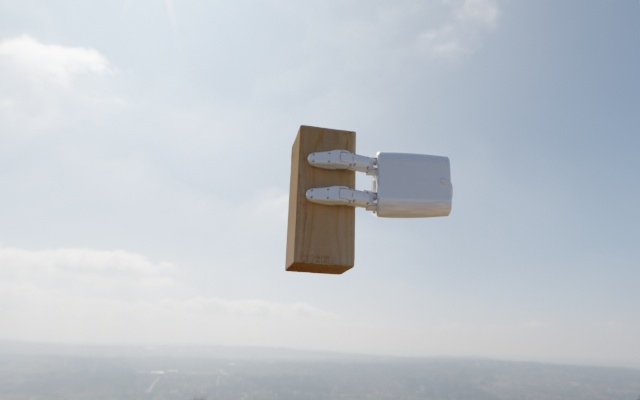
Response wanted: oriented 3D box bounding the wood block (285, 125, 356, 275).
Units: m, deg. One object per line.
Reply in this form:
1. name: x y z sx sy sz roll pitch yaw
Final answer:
1. wood block: 0.000 0.002 0.727 0.090 0.206 0.091 5 -18 -10
